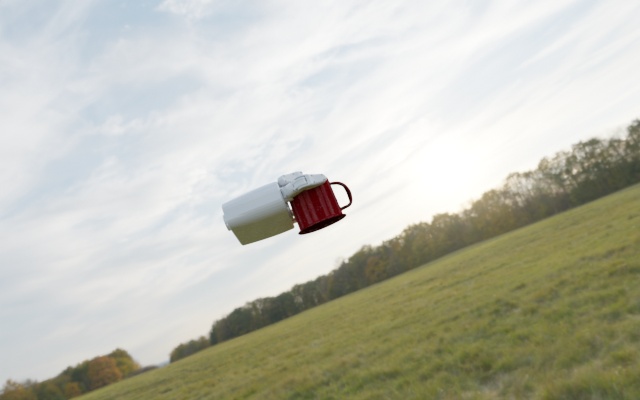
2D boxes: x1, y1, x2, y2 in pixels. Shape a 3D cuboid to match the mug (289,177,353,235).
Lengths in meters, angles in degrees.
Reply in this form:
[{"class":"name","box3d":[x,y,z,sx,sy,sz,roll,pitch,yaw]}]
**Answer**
[{"class":"mug","box3d":[0.001,0.002,0.859,0.117,0.081,0.093,-21,-11,-4]}]
